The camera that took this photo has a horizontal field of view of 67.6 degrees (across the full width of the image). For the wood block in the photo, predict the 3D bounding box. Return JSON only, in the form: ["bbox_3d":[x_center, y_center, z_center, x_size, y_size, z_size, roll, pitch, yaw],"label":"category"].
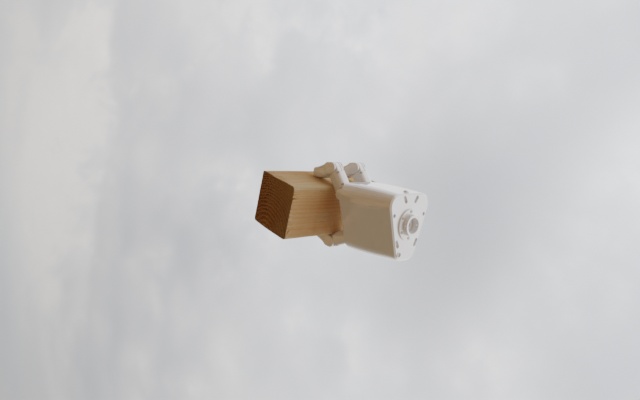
[{"bbox_3d":[0.000,0.003,0.835,0.206,0.091,0.090,-2,22,-42],"label":"wood block"}]
